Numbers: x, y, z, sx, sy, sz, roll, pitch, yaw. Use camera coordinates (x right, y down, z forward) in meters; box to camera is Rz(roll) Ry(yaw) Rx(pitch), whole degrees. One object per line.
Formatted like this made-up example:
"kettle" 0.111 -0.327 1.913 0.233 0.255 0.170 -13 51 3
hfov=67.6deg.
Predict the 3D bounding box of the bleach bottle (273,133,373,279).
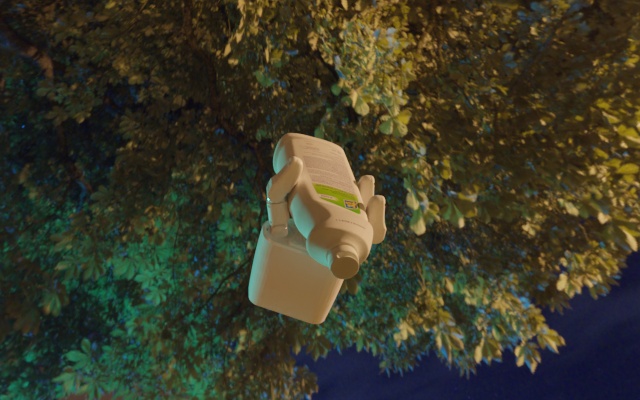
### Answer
"bleach bottle" 0.000 0.002 0.571 0.102 0.068 0.250 11 28 -14
